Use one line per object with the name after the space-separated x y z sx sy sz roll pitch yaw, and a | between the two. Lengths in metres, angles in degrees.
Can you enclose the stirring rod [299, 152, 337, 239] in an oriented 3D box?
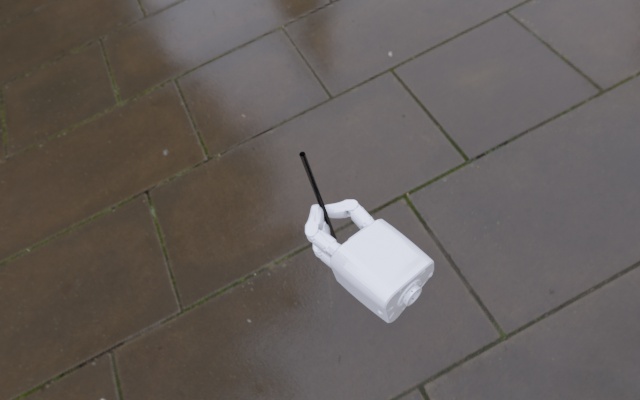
0.000 0.002 0.727 0.011 0.011 0.240 0 -32 14 | stirring rod
